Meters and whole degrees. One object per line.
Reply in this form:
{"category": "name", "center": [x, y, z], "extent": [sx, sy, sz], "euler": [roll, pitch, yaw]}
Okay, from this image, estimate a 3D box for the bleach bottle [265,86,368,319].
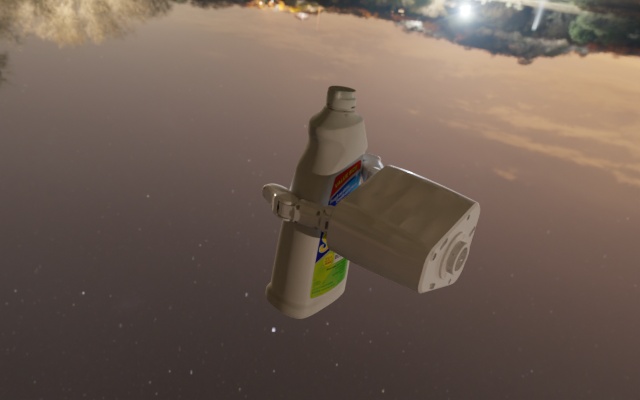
{"category": "bleach bottle", "center": [0.000, 0.002, 0.530], "extent": [0.068, 0.251, 0.102], "euler": [26, 30, 34]}
